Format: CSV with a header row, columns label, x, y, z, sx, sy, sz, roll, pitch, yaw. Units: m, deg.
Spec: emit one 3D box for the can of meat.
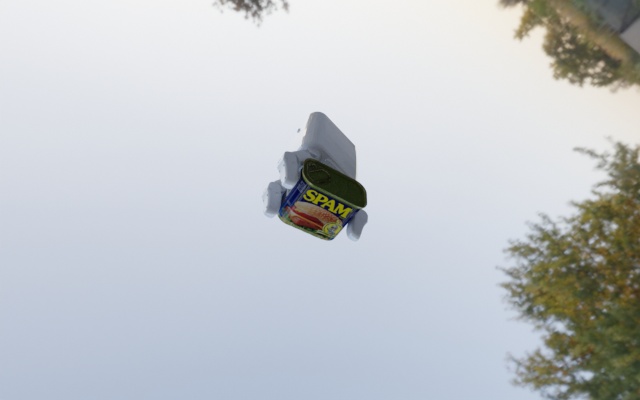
label,x,y,z,sx,sy,sz,roll,pitch,yaw
can of meat,0.000,0.002,0.669,0.102,0.057,0.084,26,-53,-18
